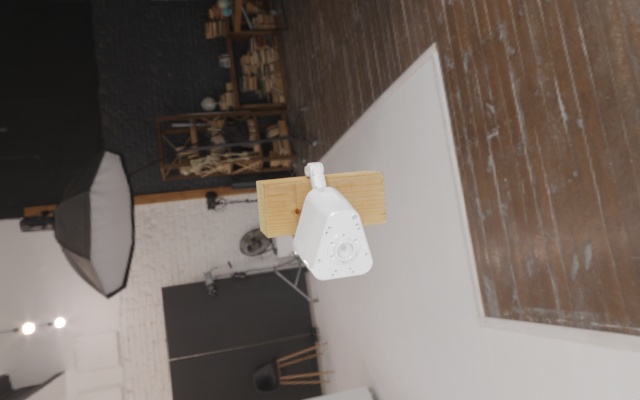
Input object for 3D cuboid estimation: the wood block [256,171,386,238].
[{"bbox_3d":[0.000,0.002,0.829,0.206,0.091,0.090,-6,7,-15],"label":"wood block"}]
